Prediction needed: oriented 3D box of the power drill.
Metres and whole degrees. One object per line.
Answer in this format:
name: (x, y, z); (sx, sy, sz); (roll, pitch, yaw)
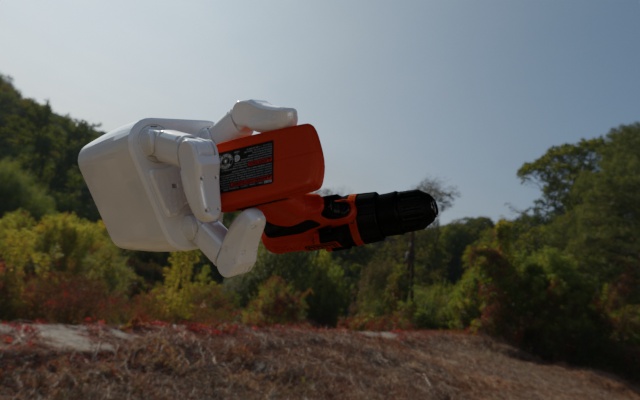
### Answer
power drill: (0.000, 0.001, 0.425); (0.184, 0.057, 0.188); (-12, -24, 19)
